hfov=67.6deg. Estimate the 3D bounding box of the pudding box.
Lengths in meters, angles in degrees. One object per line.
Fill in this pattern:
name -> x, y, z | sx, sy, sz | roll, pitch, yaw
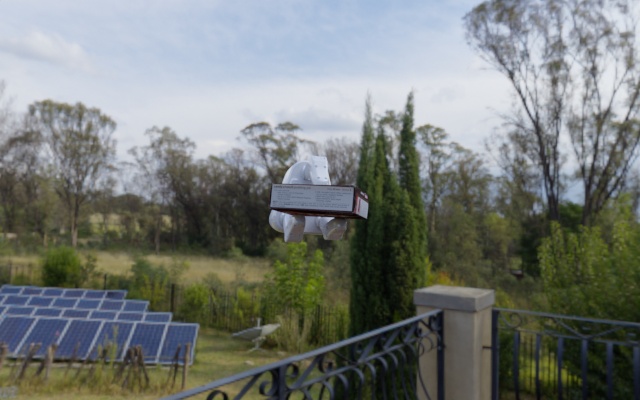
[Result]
pudding box -> 0.000, 0.002, 0.624 | 0.113, 0.039, 0.090 | 1, -6, 16
